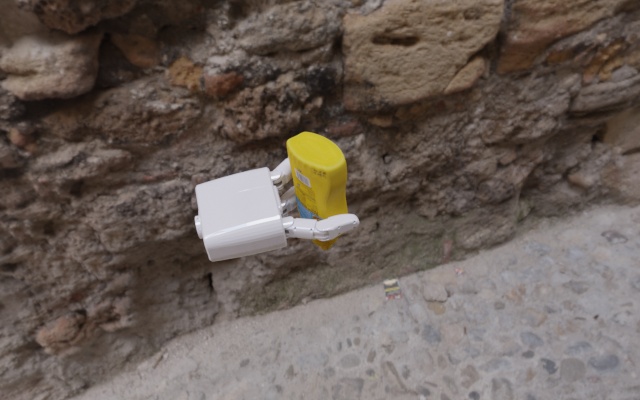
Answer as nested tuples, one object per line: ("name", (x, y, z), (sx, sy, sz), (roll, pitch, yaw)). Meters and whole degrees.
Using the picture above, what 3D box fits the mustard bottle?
("mustard bottle", (0.000, 0.002, 0.687), (0.058, 0.192, 0.096), (-32, 48, -25))
